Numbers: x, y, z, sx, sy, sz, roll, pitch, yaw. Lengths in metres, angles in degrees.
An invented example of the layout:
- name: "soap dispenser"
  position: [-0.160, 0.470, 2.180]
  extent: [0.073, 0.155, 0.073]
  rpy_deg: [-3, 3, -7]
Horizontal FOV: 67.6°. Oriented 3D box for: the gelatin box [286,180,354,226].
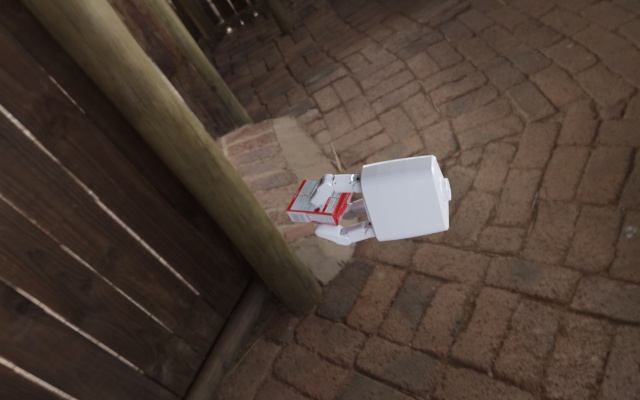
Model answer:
- name: "gelatin box"
  position: [0.000, 0.002, 0.769]
  extent: [0.089, 0.073, 0.030]
  rpy_deg: [4, -41, 29]
